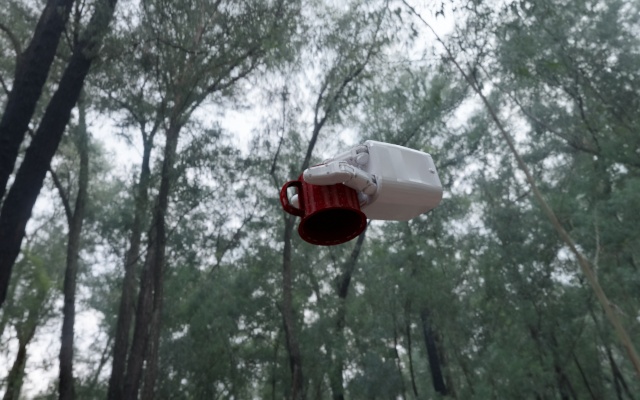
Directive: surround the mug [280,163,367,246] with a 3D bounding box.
[{"bbox_3d":[-0.001,0.002,0.649,0.117,0.081,0.093,8,-40,-23],"label":"mug"}]
